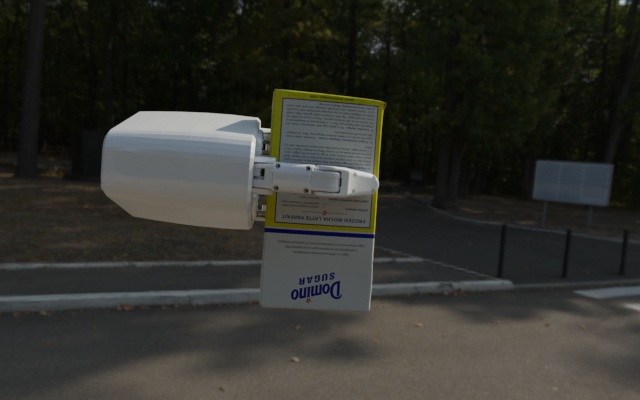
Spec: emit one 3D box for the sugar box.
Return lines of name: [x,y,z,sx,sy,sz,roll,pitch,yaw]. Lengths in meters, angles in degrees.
sugar box: [0.000,0.001,0.404,0.093,0.176,0.048,5,4,-6]
